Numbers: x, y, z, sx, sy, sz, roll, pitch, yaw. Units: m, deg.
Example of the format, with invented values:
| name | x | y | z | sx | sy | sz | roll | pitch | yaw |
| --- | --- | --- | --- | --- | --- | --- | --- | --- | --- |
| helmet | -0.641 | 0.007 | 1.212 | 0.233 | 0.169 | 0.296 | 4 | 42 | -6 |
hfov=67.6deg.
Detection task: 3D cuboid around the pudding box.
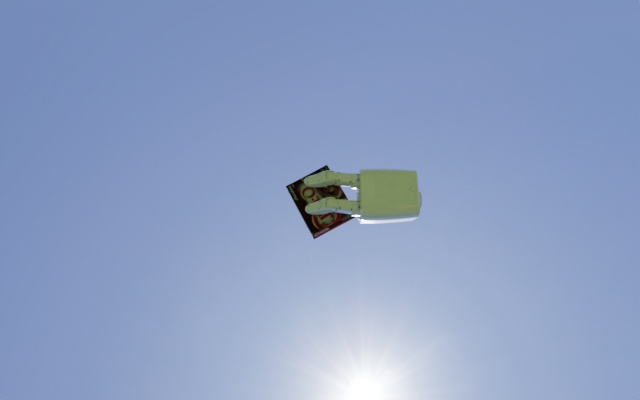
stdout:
| name | x | y | z | sx | sy | sz | roll | pitch | yaw |
| --- | --- | --- | --- | --- | --- | --- | --- | --- | --- |
| pudding box | 0.000 | 0.003 | 0.894 | 0.090 | 0.113 | 0.039 | -28 | -23 | -7 |
